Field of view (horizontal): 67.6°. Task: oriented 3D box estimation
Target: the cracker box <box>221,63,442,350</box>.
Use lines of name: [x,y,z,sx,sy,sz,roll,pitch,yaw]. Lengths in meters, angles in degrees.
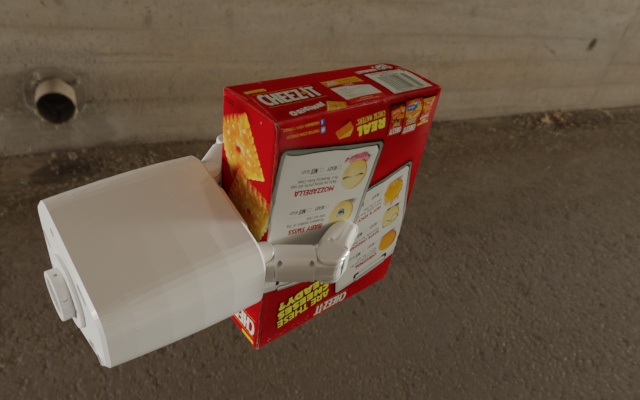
cracker box: [0.000,0.001,0.406,0.164,0.214,0.072,-21,45,-36]
